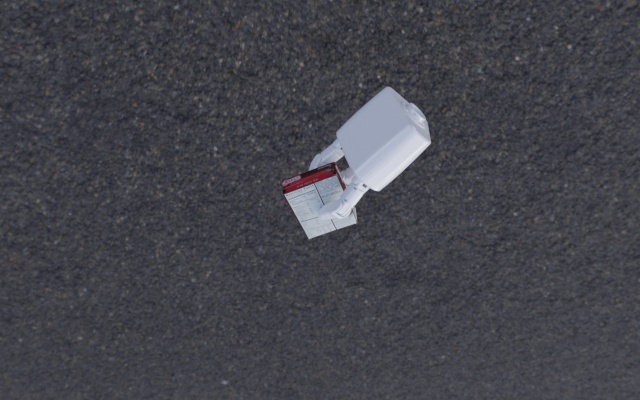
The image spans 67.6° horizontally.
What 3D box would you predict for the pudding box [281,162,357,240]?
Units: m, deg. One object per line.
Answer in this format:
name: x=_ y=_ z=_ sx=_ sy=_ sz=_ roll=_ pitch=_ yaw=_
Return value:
pudding box: x=0.000 y=0.003 z=0.751 sx=0.090 sy=0.114 sz=0.039 roll=-19 pitch=39 yaw=9
